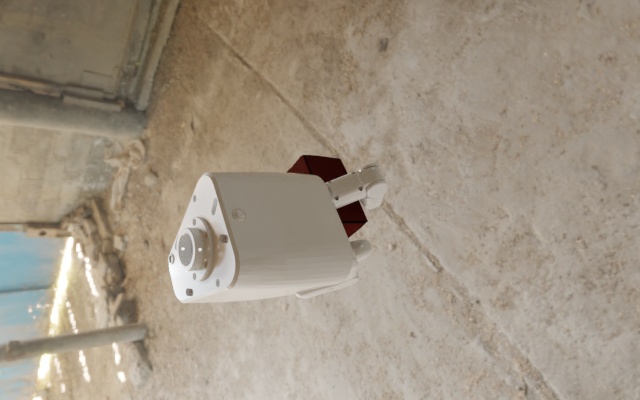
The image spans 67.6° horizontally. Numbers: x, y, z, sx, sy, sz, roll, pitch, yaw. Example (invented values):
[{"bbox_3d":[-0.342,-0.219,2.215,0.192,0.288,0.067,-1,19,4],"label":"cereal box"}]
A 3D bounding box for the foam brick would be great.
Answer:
[{"bbox_3d":[0.000,0.001,0.467,0.051,0.078,0.053,2,-35,-40],"label":"foam brick"}]
